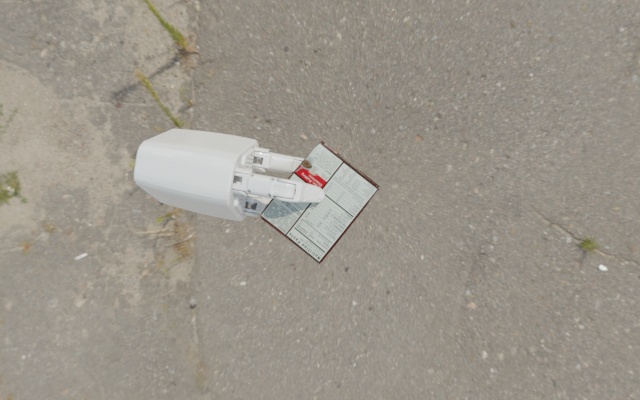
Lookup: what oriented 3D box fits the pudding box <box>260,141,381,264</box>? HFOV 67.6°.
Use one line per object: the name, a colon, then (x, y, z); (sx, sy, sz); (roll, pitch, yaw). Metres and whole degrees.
pudding box: (0.000, 0.002, 0.546); (0.090, 0.113, 0.039); (39, 5, 2)
